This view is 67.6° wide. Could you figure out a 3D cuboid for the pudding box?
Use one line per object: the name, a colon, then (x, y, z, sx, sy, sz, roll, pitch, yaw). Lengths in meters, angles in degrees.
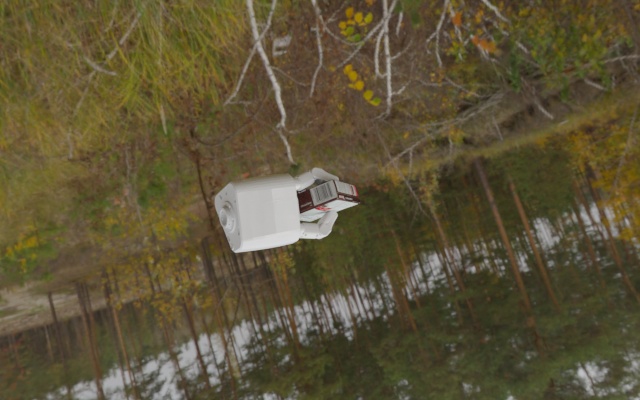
pudding box: (0.000, 0.003, 0.842, 0.113, 0.039, 0.090, -20, -14, 27)
